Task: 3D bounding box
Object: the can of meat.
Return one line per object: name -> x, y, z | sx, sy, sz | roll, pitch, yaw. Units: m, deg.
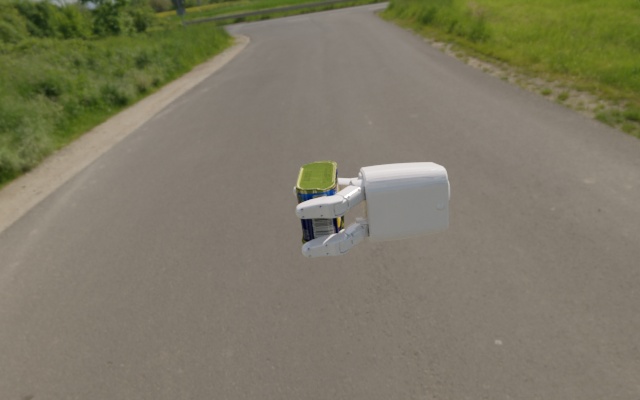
can of meat -> 0.000, 0.002, 0.651 | 0.057, 0.084, 0.102 | -5, 26, 6
